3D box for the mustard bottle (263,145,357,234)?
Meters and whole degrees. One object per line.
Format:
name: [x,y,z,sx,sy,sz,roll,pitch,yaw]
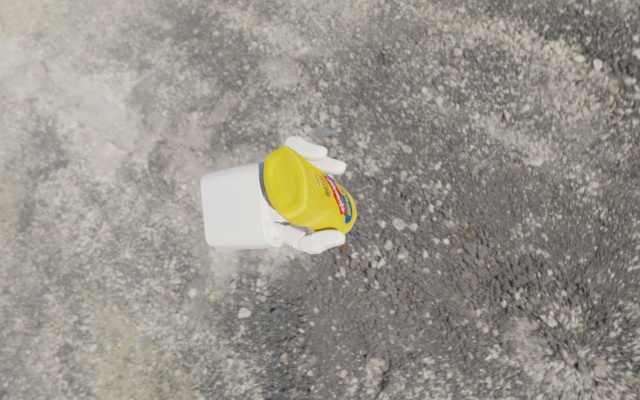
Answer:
mustard bottle: [0.000,0.002,0.642,0.058,0.096,0.192,-30,-28,17]
